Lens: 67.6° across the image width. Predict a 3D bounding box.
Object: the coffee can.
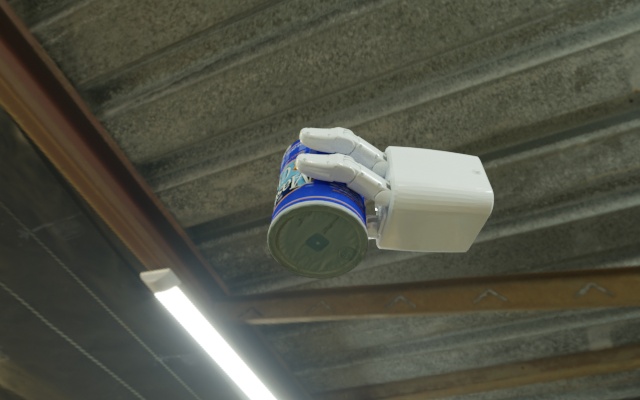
[{"bbox_3d":[0.000,0.002,0.538,0.103,0.103,0.140,0,38,3],"label":"coffee can"}]
